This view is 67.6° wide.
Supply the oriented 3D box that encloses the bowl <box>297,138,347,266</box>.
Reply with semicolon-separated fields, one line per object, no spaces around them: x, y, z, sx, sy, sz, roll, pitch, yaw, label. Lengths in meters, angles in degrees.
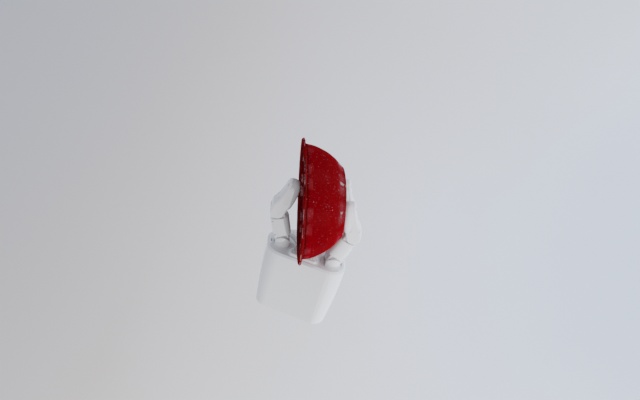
0.001;0.001;0.606;0.055;0.162;0.162;2;0;-4;bowl
